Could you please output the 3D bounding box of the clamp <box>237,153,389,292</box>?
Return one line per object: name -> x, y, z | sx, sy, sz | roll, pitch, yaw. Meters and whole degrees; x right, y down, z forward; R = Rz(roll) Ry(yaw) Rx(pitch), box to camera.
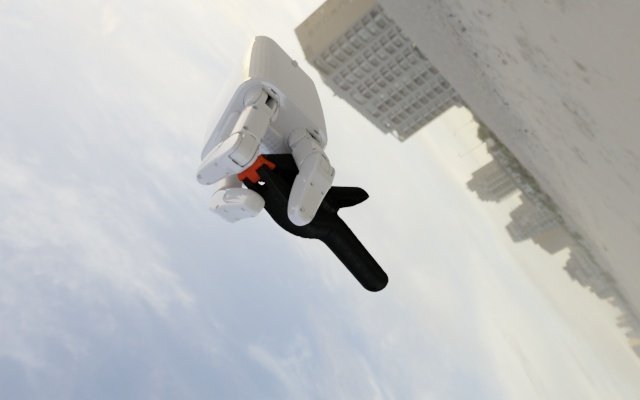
clamp -> 0.000, 0.002, 0.440 | 0.039, 0.120, 0.171 | -36, -56, 22
